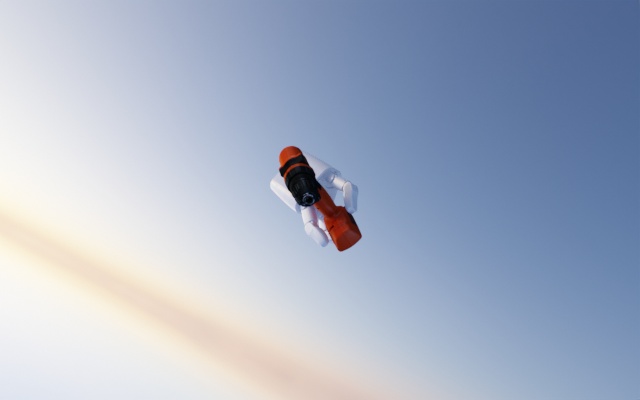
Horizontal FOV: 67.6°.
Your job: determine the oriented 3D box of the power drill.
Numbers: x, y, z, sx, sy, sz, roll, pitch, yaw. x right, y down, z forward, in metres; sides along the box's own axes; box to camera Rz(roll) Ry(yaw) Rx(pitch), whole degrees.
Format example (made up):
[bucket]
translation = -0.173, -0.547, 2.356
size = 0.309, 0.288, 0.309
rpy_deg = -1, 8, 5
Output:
[power drill]
translation = 0.000, 0.003, 0.837
size = 0.057, 0.188, 0.184
rpy_deg = -33, 30, 7
